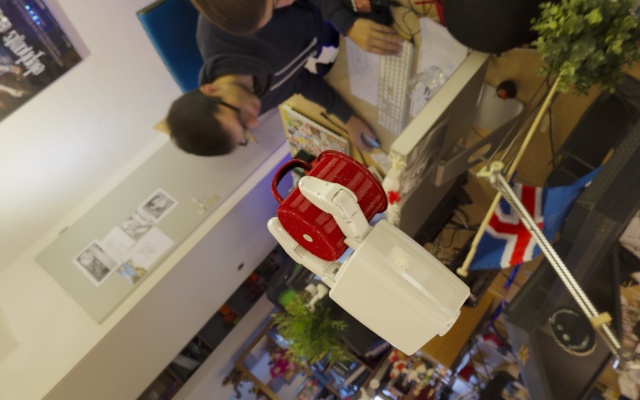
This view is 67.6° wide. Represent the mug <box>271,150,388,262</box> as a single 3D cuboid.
[{"bbox_3d":[-0.001,0.001,0.498,0.117,0.081,0.093,37,-21,12],"label":"mug"}]
